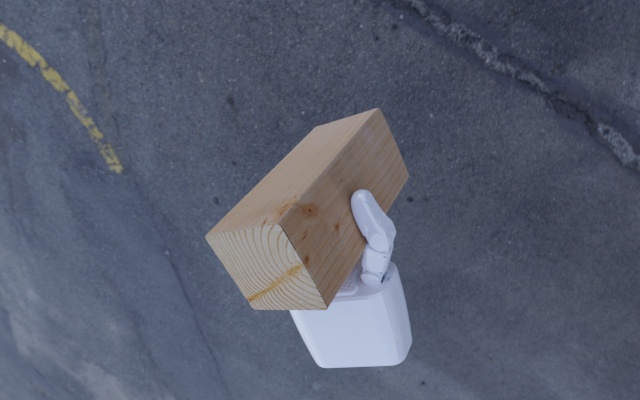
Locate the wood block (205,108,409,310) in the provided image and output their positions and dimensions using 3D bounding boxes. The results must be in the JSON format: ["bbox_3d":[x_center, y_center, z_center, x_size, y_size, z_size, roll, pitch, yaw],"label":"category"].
[{"bbox_3d":[0.000,0.002,0.467,0.091,0.090,0.206,-10,29,37],"label":"wood block"}]
